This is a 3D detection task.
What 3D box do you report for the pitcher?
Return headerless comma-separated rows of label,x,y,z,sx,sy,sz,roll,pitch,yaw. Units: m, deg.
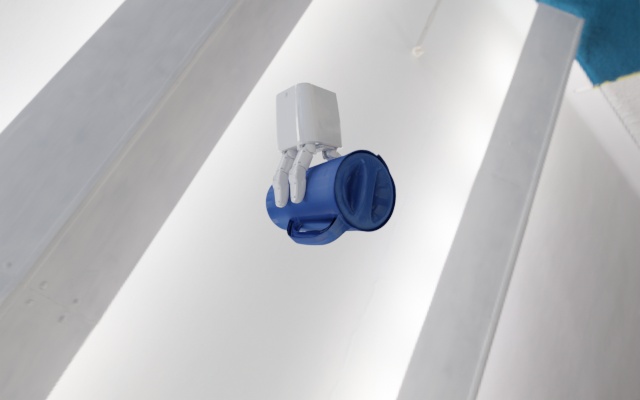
pitcher,0.000,0.003,0.846,0.149,0.145,0.243,-4,-4,-37
